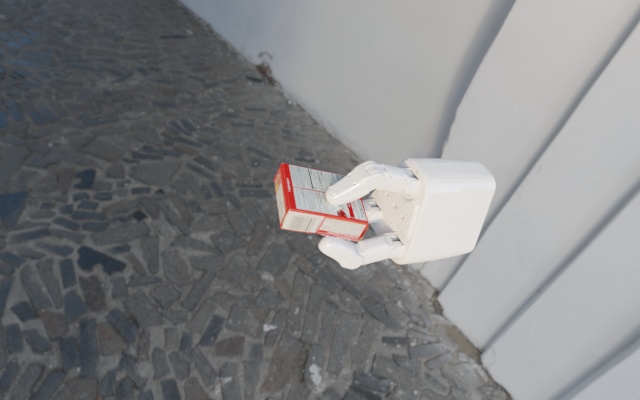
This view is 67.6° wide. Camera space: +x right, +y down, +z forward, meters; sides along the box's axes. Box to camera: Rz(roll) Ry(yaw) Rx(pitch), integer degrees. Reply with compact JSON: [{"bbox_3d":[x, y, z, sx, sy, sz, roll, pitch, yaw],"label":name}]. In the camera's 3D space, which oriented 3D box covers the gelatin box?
[{"bbox_3d":[0.000,0.001,0.493,0.089,0.030,0.073,10,40,-21],"label":"gelatin box"}]
